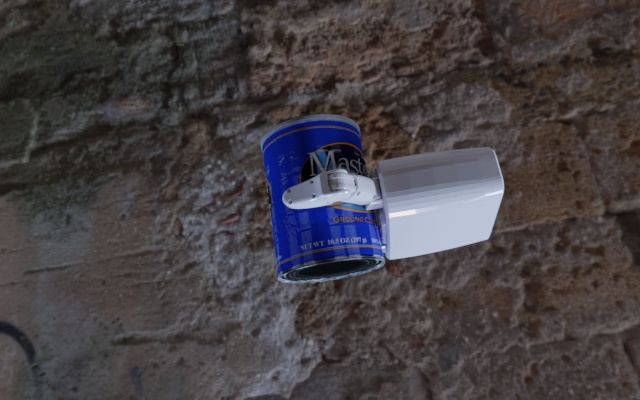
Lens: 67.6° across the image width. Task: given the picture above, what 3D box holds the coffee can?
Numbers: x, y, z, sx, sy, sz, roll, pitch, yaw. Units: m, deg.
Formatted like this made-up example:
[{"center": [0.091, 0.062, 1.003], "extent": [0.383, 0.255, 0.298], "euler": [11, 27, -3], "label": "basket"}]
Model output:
[{"center": [0.000, 0.001, 0.469], "extent": [0.103, 0.140, 0.103], "euler": [-8, -18, -3], "label": "coffee can"}]
